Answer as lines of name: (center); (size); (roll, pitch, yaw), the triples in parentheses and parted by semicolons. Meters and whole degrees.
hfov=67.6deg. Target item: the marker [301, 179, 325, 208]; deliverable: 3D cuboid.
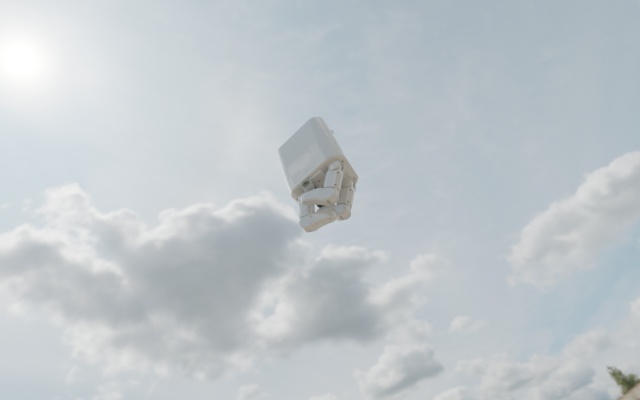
marker: (0.000, 0.003, 0.796); (0.020, 0.020, 0.121); (0, -29, 26)
